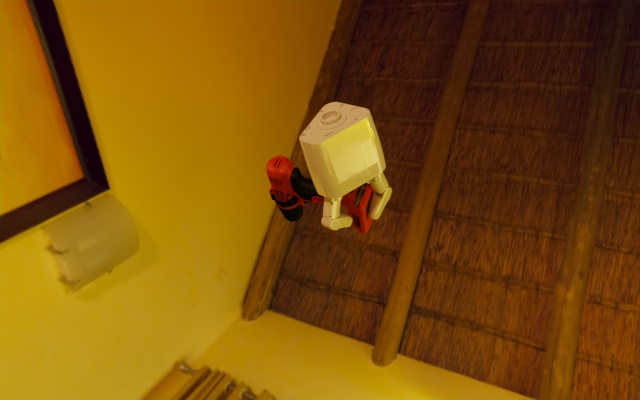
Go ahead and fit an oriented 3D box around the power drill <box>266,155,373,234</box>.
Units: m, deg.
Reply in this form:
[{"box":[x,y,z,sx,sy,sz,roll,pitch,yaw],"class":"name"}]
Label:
[{"box":[0.001,0.003,0.856,0.187,0.057,0.184,14,-27,16],"class":"power drill"}]
